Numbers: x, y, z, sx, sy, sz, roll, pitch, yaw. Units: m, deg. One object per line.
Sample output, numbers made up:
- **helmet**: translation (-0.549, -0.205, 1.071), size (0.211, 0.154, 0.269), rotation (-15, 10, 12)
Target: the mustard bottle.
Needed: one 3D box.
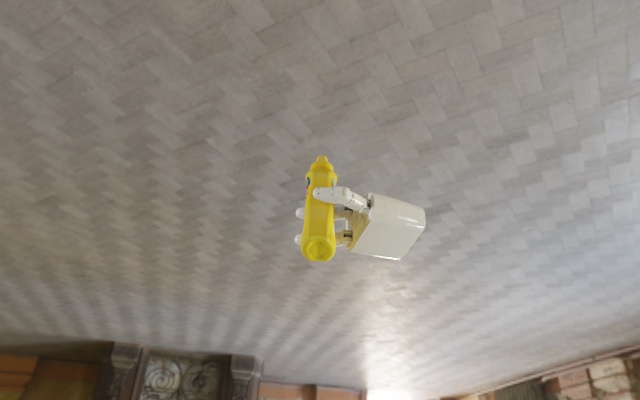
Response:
- **mustard bottle**: translation (0.000, 0.003, 0.837), size (0.058, 0.191, 0.096), rotation (1, -31, 3)
